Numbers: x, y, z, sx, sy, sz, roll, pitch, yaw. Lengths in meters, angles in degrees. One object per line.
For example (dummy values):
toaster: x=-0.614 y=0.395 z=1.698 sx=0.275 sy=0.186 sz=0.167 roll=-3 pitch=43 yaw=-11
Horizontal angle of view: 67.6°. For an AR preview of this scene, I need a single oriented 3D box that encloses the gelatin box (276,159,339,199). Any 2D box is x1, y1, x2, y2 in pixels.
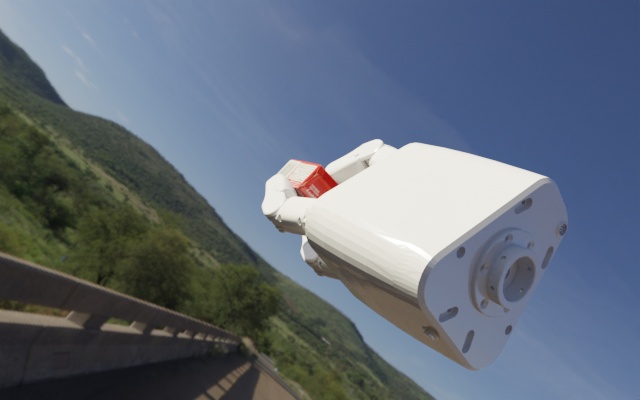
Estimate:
gelatin box: x=0.000 y=0.001 z=0.422 sx=0.073 sy=0.030 sz=0.089 roll=48 pitch=-9 yaw=-19
